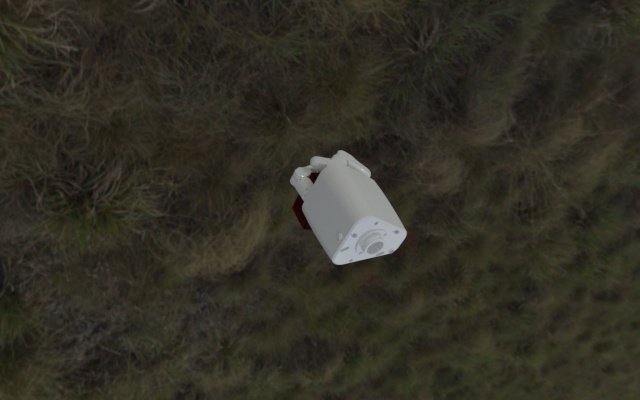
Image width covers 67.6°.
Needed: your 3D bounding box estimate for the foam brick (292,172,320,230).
[{"bbox_3d":[0.000,0.003,0.744,0.053,0.078,0.051,3,41,-36],"label":"foam brick"}]
